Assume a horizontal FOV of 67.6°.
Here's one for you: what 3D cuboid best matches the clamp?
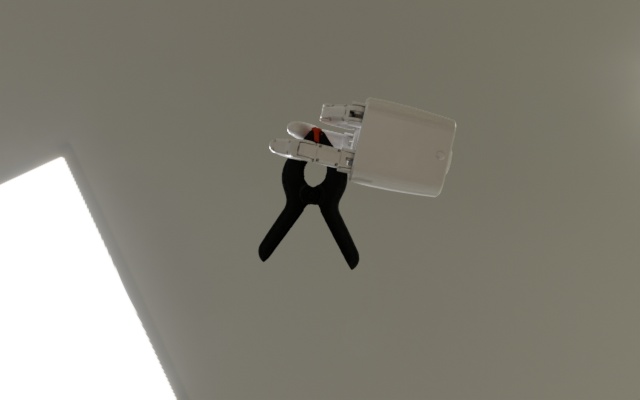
[{"bbox_3d":[0.000,0.002,0.572,0.120,0.171,0.039,13,1,0],"label":"clamp"}]
